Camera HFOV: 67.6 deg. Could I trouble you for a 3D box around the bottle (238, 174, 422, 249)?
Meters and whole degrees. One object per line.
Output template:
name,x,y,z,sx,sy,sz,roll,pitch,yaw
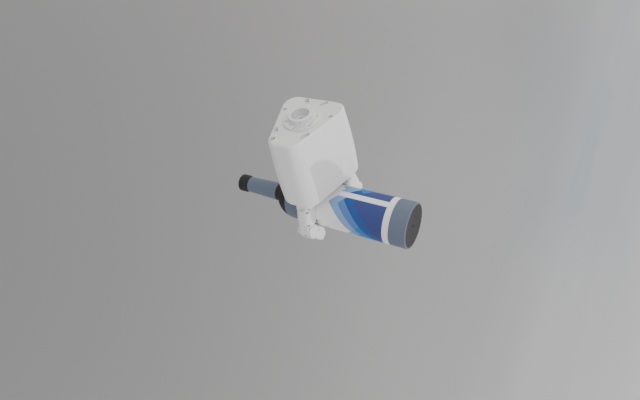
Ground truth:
bottle,0.000,0.002,0.716,0.295,0.069,0.069,14,7,27
